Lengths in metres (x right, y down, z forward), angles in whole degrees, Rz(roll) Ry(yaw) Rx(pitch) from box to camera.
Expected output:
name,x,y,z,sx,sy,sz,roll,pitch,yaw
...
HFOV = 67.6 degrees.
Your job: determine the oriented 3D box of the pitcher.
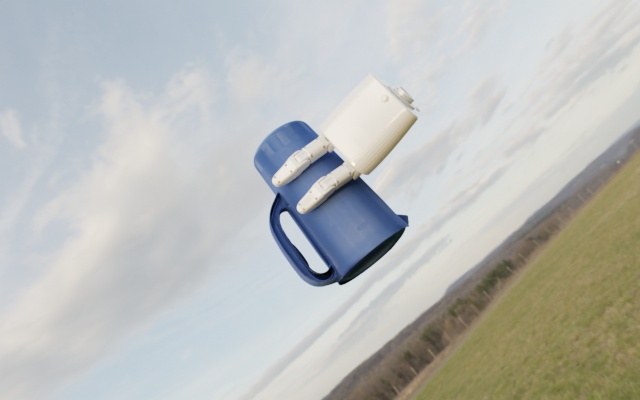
name,x,y,z,sx,sy,sz,roll,pitch,yaw
pitcher,0.000,0.002,0.716,0.145,0.242,0.149,-47,-18,21
